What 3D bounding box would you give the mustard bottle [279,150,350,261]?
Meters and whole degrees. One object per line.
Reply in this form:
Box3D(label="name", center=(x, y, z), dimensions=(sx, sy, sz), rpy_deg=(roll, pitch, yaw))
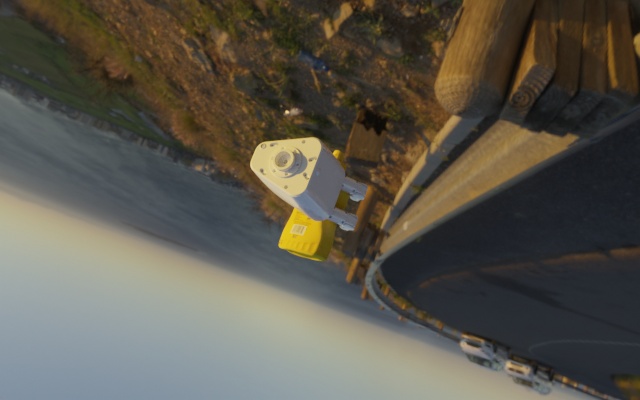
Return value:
Box3D(label="mustard bottle", center=(0.000, 0.003, 0.811), dimensions=(0.096, 0.191, 0.058), rpy_deg=(6, -19, 47))
